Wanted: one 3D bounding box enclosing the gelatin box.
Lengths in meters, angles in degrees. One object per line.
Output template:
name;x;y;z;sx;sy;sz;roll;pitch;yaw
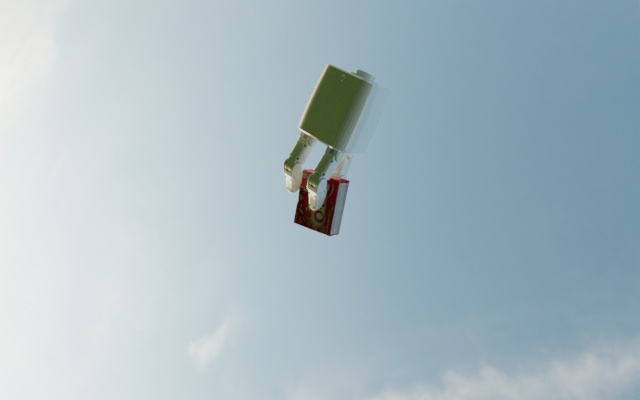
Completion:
gelatin box;0.000;0.003;0.741;0.073;0.089;0.030;18;14;34
